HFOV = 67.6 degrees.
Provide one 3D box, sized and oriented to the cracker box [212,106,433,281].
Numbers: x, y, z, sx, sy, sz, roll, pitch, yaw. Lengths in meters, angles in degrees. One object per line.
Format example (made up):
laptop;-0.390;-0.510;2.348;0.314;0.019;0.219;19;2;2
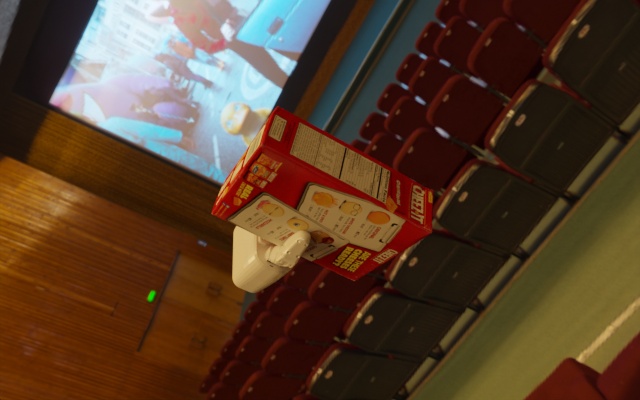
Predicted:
cracker box;0.000;0.002;0.572;0.214;0.072;0.164;26;-38;-17
